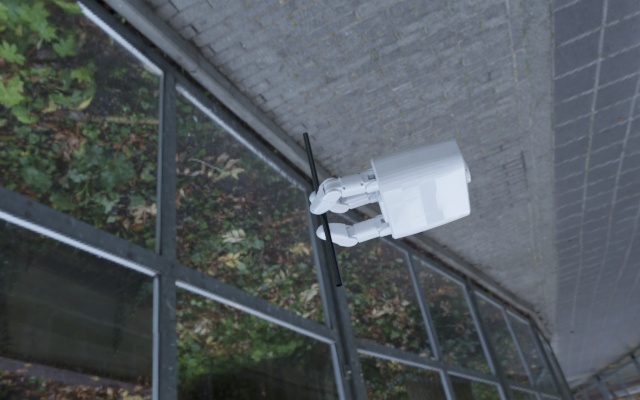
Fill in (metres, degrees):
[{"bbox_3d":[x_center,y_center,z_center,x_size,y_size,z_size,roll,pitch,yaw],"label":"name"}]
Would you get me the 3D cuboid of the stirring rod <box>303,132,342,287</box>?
[{"bbox_3d":[0.000,0.002,0.631,0.011,0.239,0.011,-9,-33,-6],"label":"stirring rod"}]
